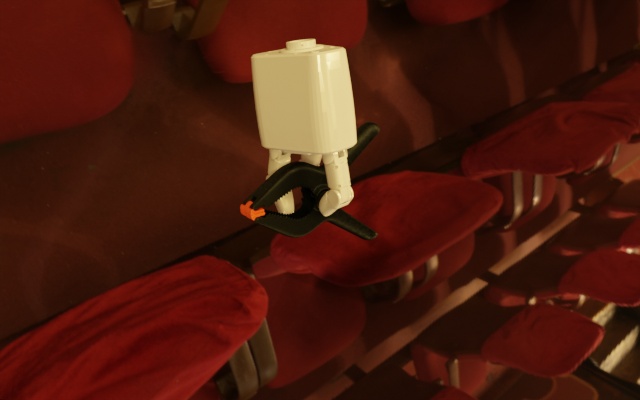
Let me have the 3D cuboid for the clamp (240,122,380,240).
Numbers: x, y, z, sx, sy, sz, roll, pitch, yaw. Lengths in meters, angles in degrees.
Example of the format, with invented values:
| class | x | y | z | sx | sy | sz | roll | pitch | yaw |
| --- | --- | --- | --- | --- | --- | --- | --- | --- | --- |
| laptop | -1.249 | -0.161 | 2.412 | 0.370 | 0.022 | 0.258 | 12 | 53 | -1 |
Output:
| class | x | y | z | sx | sy | sz | roll | pitch | yaw |
| --- | --- | --- | --- | --- | --- | --- | --- | --- | --- |
| clamp | 0.000 | 0.002 | 0.606 | 0.210 | 0.165 | 0.036 | -21 | 25 | -32 |
